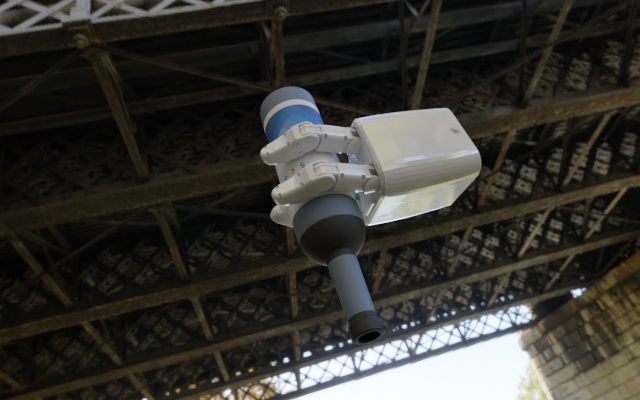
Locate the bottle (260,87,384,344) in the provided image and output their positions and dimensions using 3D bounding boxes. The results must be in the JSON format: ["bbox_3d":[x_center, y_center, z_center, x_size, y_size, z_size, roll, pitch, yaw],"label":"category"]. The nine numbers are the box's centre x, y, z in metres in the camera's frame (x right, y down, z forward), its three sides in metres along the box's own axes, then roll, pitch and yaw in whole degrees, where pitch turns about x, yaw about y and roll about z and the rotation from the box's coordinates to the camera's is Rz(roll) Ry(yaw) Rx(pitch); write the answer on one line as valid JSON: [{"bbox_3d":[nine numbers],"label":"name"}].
[{"bbox_3d":[0.000,0.001,0.478,0.069,0.295,0.069,-12,-38,-10],"label":"bottle"}]
